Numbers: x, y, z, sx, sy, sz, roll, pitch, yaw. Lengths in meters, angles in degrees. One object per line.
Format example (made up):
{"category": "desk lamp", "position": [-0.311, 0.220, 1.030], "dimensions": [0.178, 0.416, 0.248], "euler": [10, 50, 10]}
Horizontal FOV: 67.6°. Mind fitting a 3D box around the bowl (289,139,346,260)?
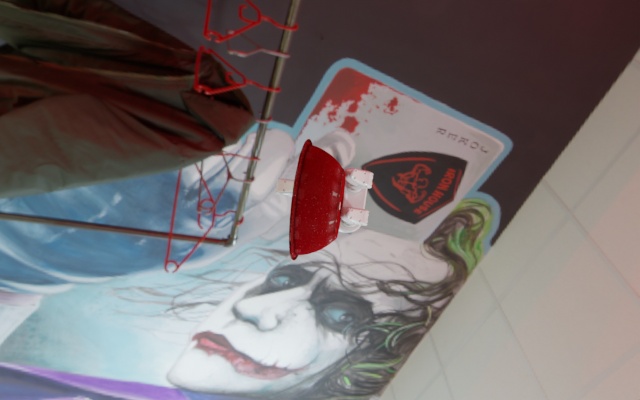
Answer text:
{"category": "bowl", "position": [0.000, 0.002, 0.630], "dimensions": [0.055, 0.162, 0.162], "euler": [7, 1, 6]}
